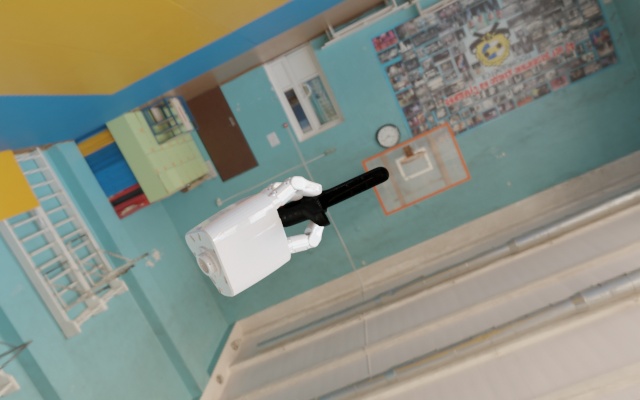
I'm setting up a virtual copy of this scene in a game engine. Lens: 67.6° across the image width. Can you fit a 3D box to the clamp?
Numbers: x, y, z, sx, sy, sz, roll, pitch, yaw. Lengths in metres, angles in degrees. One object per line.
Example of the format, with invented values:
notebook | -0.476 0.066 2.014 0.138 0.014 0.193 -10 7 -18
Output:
clamp | 0.000 0.003 0.754 0.164 0.036 0.210 -32 11 -34
